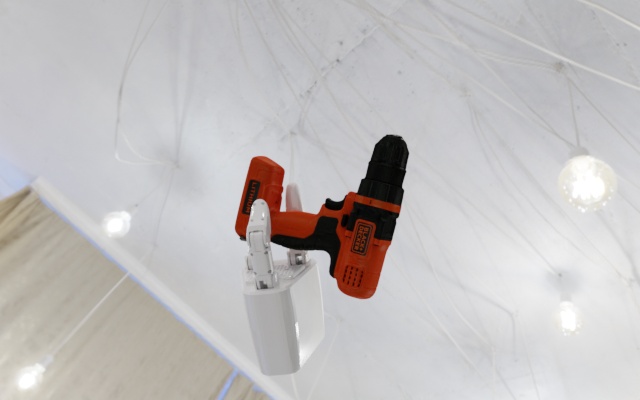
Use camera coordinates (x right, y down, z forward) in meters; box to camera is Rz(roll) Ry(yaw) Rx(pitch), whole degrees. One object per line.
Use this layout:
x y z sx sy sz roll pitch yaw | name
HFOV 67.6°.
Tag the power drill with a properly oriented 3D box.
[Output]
0.000 0.002 0.553 0.187 0.184 0.057 15 0 26 | power drill
